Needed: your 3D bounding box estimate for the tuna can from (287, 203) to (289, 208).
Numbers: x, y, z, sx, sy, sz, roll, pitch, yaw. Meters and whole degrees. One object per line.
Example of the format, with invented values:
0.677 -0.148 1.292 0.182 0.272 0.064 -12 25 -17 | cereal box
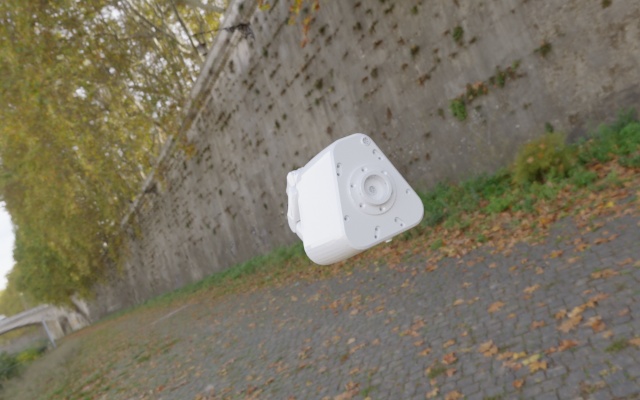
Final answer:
0.000 0.002 0.629 0.086 0.033 0.086 -27 -6 -3 | tuna can
